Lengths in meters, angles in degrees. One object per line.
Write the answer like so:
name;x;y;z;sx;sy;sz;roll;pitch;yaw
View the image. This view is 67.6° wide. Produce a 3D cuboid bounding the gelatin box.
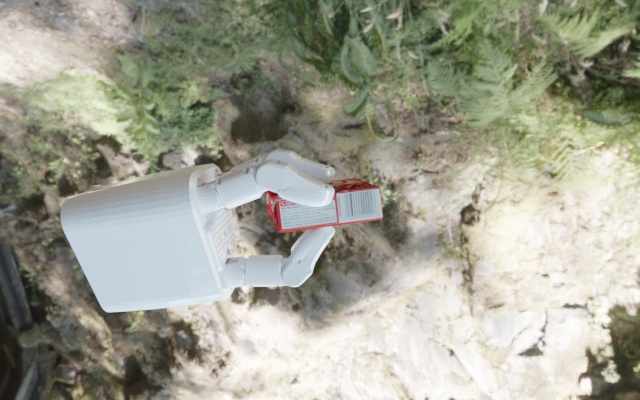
gelatin box;0.000;0.002;0.411;0.089;0.030;0.073;-7;9;-10
